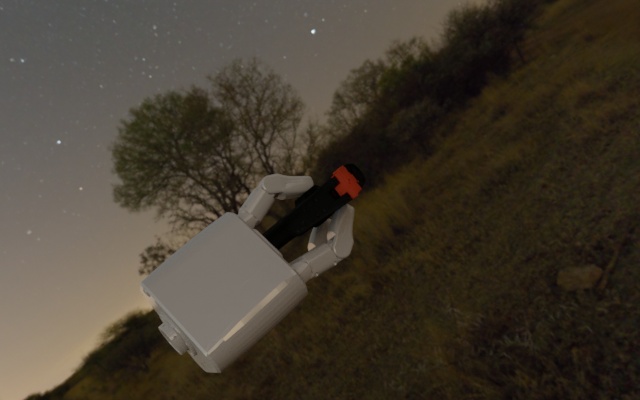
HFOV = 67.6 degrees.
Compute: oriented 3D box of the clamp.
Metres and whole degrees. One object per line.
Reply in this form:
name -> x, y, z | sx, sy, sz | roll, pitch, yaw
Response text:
clamp -> 0.000, 0.001, 0.504 | 0.164, 0.036, 0.210 | -40, 1, -28
